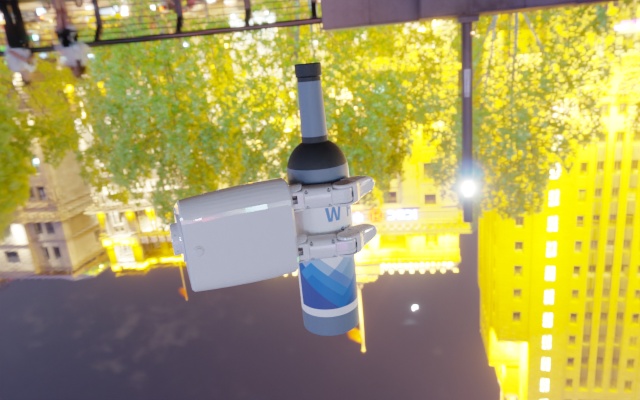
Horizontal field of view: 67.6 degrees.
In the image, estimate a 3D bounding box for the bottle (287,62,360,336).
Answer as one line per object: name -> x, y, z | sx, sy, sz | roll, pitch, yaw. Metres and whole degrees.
bottle -> 0.000, 0.002, 0.525 | 0.069, 0.296, 0.069 | -5, 16, 1
